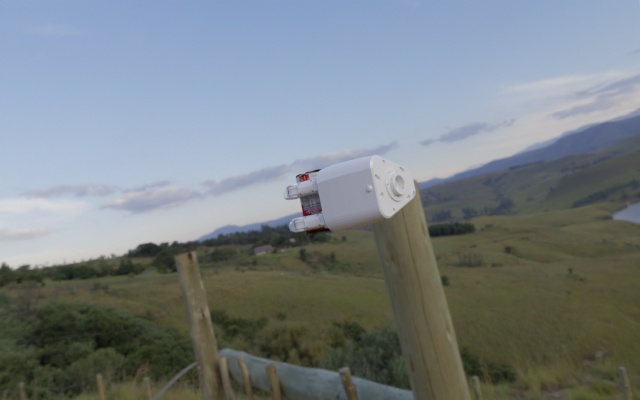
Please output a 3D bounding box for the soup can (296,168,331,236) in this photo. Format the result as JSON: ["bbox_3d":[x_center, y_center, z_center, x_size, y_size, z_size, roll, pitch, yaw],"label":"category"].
[{"bbox_3d":[0.000,0.002,0.796,0.068,0.102,0.068,-11,-4,-1],"label":"soup can"}]
